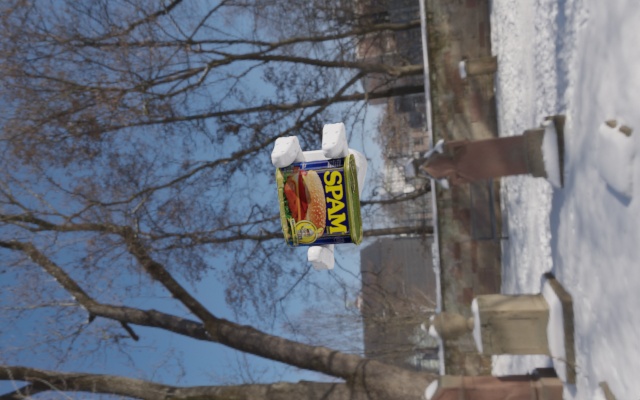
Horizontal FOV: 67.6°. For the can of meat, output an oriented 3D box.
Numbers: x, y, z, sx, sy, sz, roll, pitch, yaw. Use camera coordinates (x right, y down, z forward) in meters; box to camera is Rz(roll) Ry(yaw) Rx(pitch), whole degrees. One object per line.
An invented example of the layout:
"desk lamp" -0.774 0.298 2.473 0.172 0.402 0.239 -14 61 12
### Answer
"can of meat" 0.000 0.002 0.545 0.084 0.102 0.057 -5 6 13
